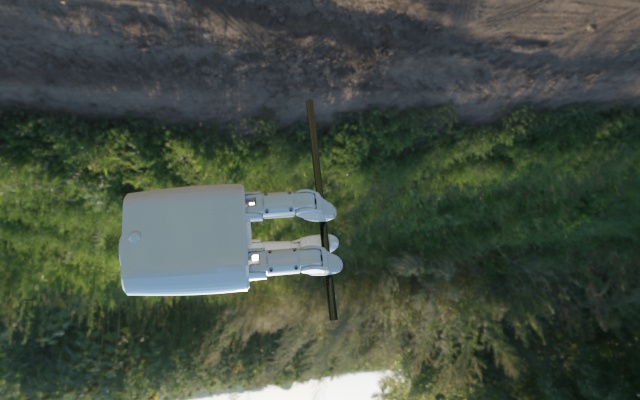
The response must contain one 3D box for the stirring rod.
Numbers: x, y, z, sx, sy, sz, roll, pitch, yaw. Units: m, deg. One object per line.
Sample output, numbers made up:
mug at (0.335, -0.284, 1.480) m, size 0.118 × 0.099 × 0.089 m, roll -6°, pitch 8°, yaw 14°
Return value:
stirring rod at (0.000, 0.002, 0.497) m, size 0.011 × 0.239 × 0.011 m, roll -6°, pitch -19°, yaw -2°
